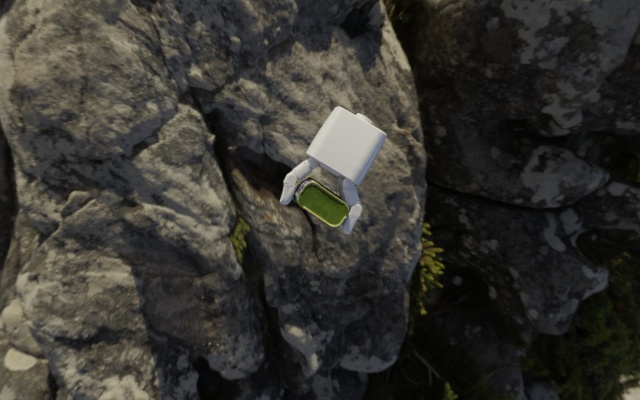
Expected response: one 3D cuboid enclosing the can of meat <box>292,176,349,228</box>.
[{"bbox_3d":[0.000,0.003,0.884,0.102,0.057,0.084,34,2,-11],"label":"can of meat"}]
